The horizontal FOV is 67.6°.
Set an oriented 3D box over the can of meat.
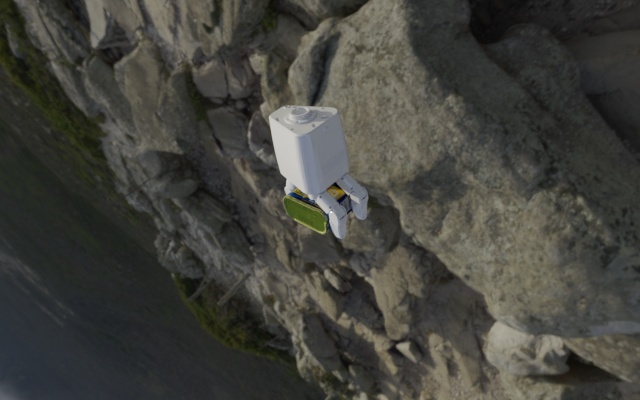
[{"bbox_3d":[0.000,0.003,0.810,0.102,0.057,0.084,24,49,34],"label":"can of meat"}]
